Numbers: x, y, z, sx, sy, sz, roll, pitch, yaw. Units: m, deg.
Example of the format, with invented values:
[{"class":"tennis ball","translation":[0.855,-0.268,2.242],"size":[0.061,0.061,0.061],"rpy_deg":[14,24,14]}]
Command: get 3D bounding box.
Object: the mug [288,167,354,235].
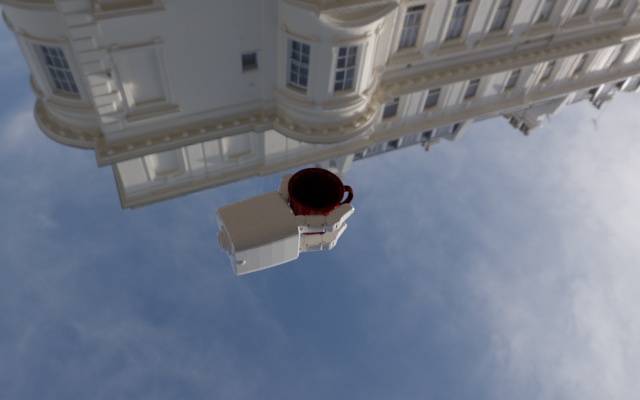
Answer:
[{"class":"mug","translation":[0.001,0.002,0.808],"size":[0.117,0.093,0.082],"rpy_deg":[-14,-36,-18]}]
